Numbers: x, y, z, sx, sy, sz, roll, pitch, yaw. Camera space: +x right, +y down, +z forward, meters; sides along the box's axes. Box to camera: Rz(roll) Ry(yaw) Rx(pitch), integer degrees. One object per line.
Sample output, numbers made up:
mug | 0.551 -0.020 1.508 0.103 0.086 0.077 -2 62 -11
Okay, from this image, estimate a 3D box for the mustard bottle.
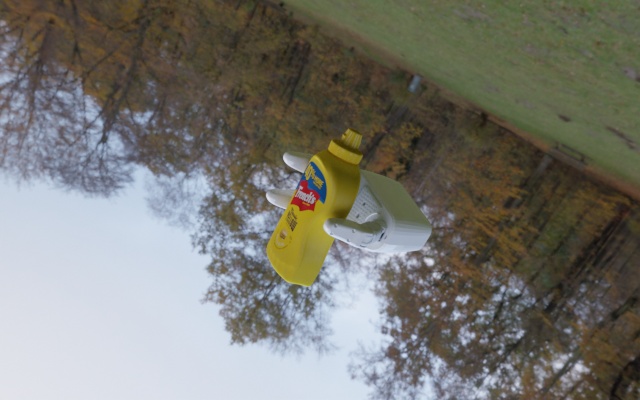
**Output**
mustard bottle | 0.000 0.002 0.579 0.058 0.192 0.096 18 18 -27
